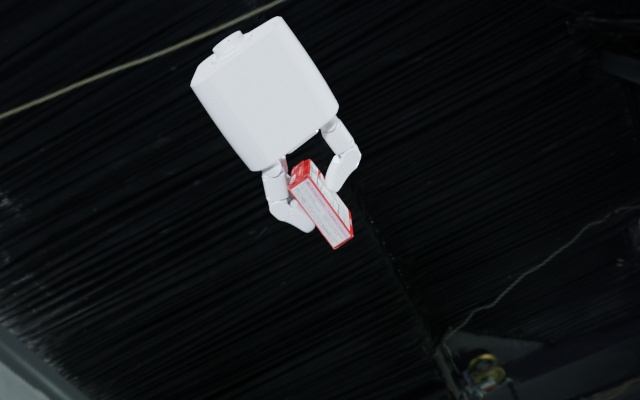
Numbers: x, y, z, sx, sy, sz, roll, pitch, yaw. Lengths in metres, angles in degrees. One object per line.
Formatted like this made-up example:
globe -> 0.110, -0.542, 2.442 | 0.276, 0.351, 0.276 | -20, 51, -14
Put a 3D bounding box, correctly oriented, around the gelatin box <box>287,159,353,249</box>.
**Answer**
gelatin box -> 0.001, 0.002, 0.541 | 0.030, 0.089, 0.073 | -34, 15, 11
